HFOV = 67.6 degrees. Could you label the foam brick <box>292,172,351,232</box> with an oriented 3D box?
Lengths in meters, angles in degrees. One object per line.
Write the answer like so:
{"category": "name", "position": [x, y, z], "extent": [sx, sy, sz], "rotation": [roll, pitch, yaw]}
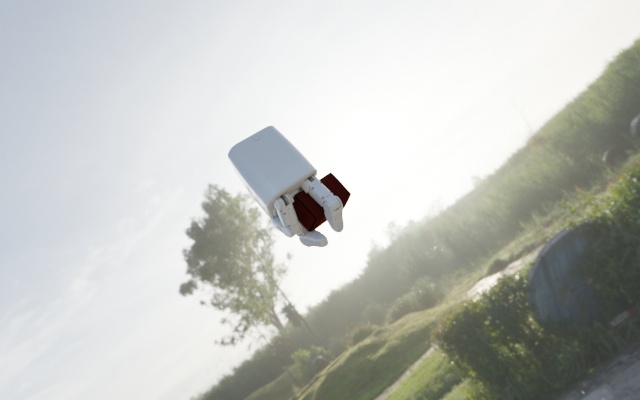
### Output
{"category": "foam brick", "position": [0.000, 0.002, 0.750], "extent": [0.078, 0.051, 0.053], "rotation": [-35, -15, -28]}
